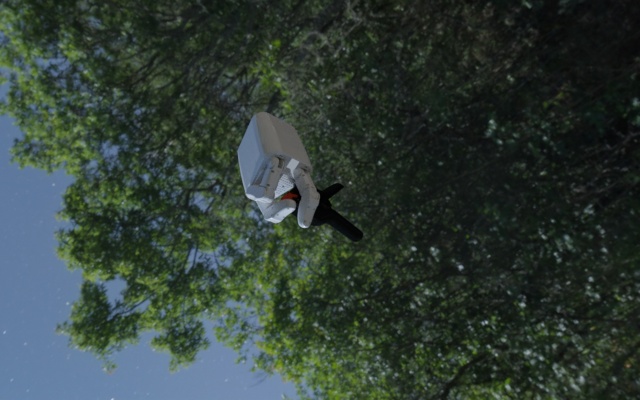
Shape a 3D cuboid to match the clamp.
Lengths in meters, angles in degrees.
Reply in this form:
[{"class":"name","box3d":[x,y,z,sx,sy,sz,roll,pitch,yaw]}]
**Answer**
[{"class":"clamp","box3d":[0.000,0.003,0.821,0.171,0.120,0.039,23,-55,-41]}]
